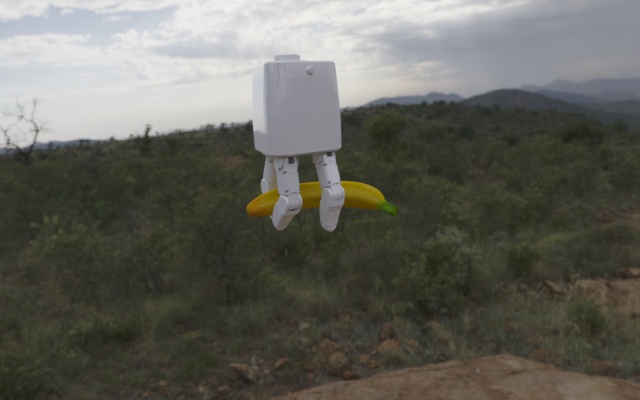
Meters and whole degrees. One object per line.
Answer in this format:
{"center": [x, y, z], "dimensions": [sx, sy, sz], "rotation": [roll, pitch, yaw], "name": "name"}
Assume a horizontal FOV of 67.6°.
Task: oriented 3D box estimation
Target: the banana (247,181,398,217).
{"center": [0.000, -0.003, 0.636], "dimensions": [0.198, 0.037, 0.069], "rotation": [-2, 17, -10], "name": "banana"}
